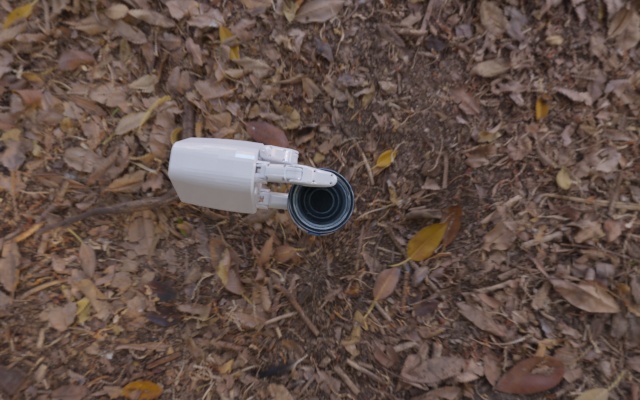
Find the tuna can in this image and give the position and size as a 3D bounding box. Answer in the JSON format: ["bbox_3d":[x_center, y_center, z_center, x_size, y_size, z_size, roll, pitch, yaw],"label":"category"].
[{"bbox_3d":[0.000,0.002,0.615,0.086,0.086,0.034,0,-7,-6],"label":"tuna can"}]
